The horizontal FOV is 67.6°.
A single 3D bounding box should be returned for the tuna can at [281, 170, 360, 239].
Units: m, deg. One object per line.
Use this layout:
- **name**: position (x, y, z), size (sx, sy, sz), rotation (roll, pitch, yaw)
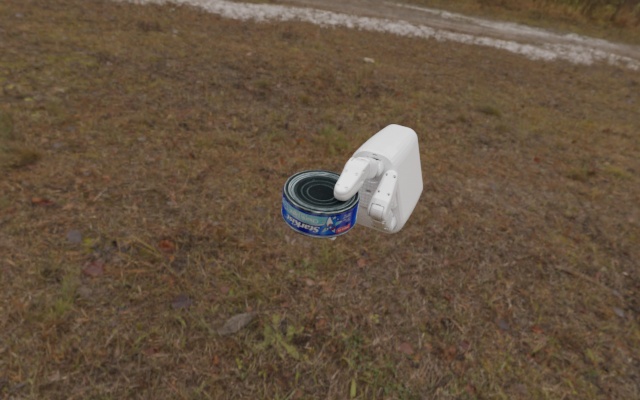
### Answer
- **tuna can**: position (0.000, 0.001, 0.527), size (0.086, 0.034, 0.086), rotation (5, 36, -3)
